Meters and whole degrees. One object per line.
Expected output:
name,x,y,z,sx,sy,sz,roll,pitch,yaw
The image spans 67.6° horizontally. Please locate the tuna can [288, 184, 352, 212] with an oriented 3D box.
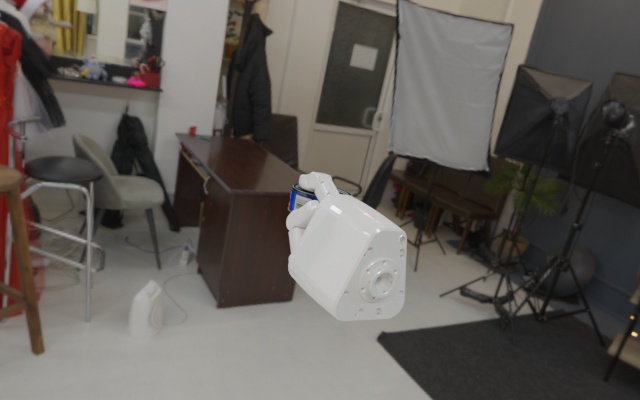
tuna can,0.000,0.002,0.650,0.086,0.034,0.086,9,12,-2
